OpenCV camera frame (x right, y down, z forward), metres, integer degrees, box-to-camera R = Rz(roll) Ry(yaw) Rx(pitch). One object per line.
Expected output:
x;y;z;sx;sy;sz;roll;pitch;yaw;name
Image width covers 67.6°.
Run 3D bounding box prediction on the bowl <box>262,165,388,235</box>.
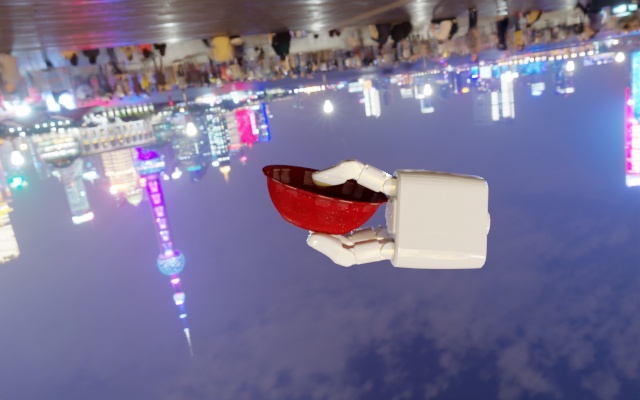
-0.001;0.002;0.603;0.162;0.055;0.162;14;13;-3;bowl
